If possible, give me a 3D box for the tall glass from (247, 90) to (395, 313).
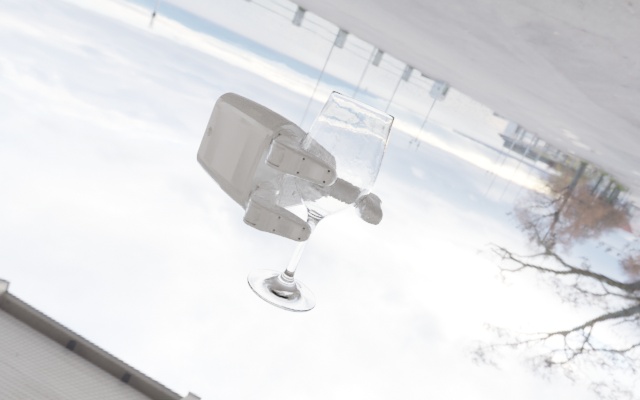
[{"bbox_3d":[0.000,0.002,0.454,0.079,0.201,0.079,23,14,-6],"label":"tall glass"}]
